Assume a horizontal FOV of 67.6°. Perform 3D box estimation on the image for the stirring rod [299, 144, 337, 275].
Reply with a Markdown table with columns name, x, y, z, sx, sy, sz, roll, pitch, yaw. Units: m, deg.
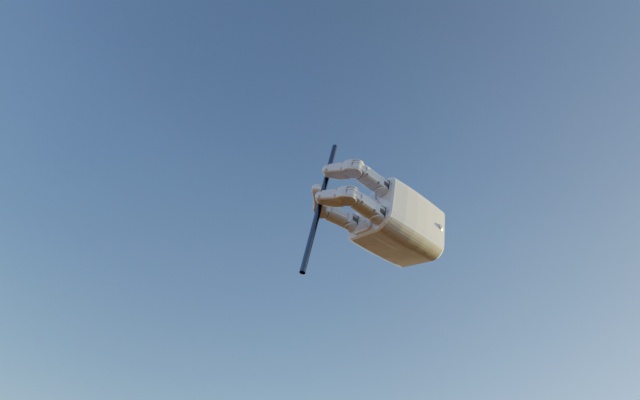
| name | x | y | z | sx | sy | sz | roll | pitch | yaw |
| --- | --- | --- | --- | --- | --- | --- | --- | --- | --- |
| stirring rod | 0.000 | 0.002 | 0.670 | 0.011 | 0.239 | 0.011 | 8 | -42 | 7 |
